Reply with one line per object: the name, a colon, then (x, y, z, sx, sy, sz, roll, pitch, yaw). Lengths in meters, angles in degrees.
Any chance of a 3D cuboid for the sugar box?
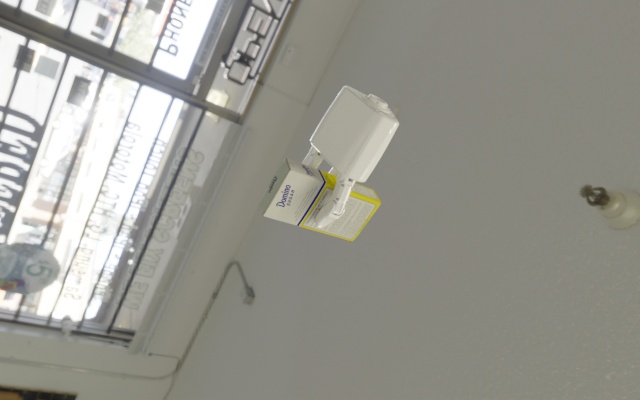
sugar box: (0.000, 0.002, 0.770, 0.176, 0.093, 0.048, 20, 26, -28)
